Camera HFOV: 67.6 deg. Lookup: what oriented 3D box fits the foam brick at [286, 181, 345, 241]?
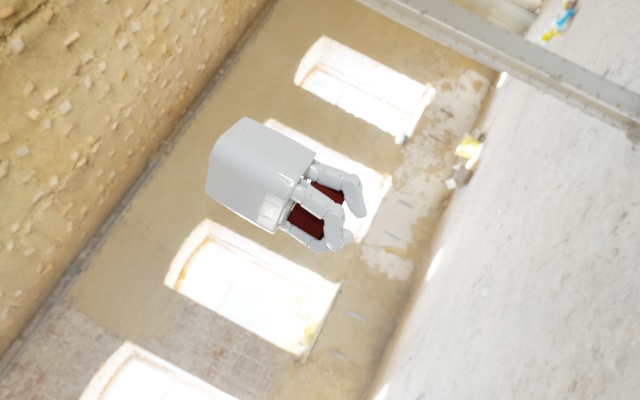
[{"bbox_3d":[0.000,0.002,0.619,0.051,0.053,0.078,31,35,0],"label":"foam brick"}]
